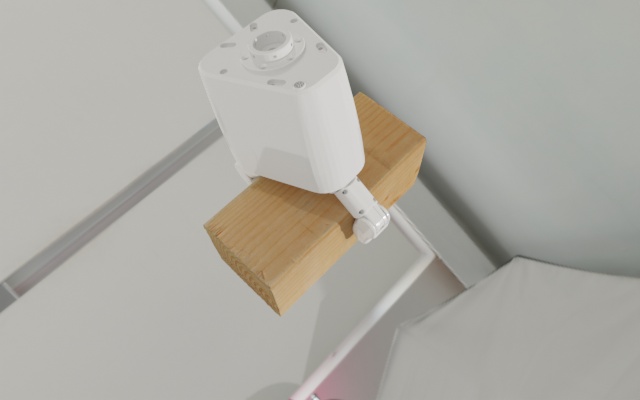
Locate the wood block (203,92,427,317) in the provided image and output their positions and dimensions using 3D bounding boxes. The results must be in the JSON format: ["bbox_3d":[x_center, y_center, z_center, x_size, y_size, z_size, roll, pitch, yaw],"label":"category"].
[{"bbox_3d":[0.000,0.001,0.473,0.091,0.206,0.090,40,-20,20],"label":"wood block"}]
